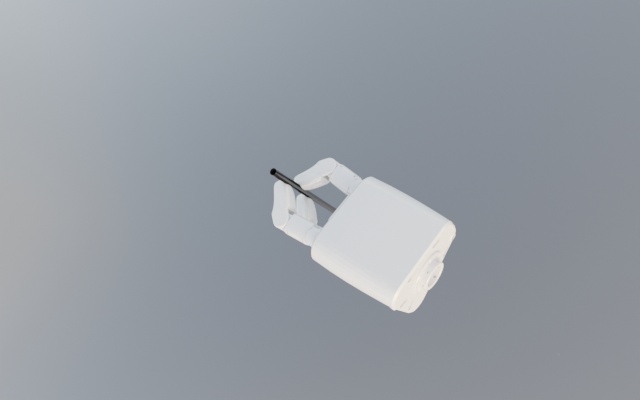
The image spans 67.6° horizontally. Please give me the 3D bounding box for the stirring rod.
[{"bbox_3d":[0.000,0.002,0.622,0.011,0.011,0.239,0,-16,26],"label":"stirring rod"}]
